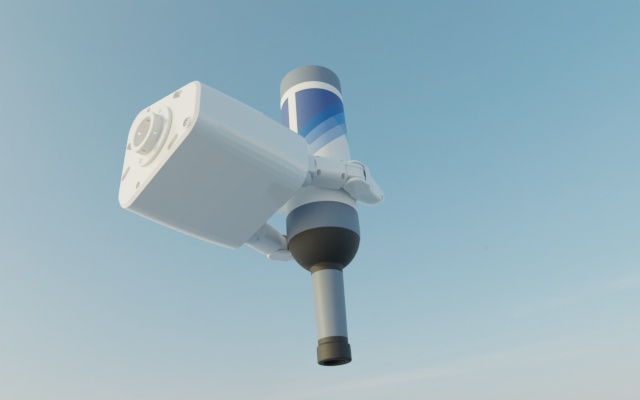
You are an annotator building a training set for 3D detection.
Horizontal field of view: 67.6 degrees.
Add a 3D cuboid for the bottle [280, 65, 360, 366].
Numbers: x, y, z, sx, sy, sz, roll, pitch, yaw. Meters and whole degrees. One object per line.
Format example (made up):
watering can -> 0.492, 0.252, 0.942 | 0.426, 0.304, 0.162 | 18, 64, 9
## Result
bottle -> 0.000, 0.001, 0.449 | 0.069, 0.295, 0.069 | -4, -31, -2
